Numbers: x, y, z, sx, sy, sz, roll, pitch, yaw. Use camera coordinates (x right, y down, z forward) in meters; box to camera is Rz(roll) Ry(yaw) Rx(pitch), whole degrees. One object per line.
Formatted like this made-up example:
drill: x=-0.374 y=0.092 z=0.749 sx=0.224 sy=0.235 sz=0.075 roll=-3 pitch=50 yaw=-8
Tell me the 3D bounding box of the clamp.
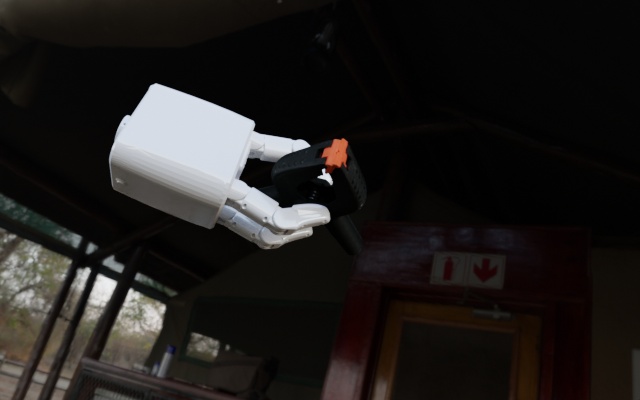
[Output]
clamp: x=0.000 y=0.001 z=0.496 sx=0.164 sy=0.036 sz=0.210 roll=22 pitch=-25 yaw=-12
